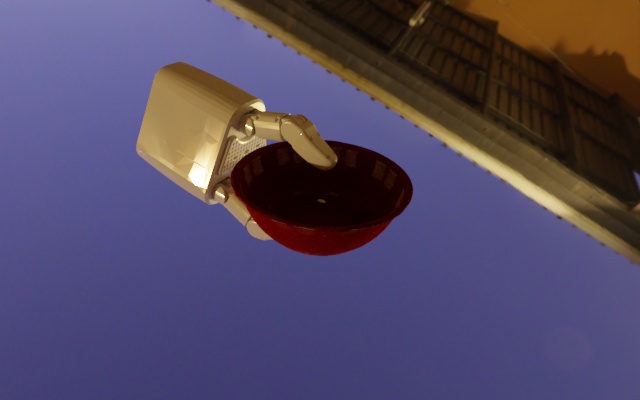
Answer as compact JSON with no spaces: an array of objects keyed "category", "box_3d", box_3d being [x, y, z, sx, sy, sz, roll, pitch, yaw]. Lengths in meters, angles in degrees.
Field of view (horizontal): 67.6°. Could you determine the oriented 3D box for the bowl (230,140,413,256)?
[{"category":"bowl","box_3d":[0.001,0.002,0.437,0.162,0.055,0.162,3,31,-2]}]
